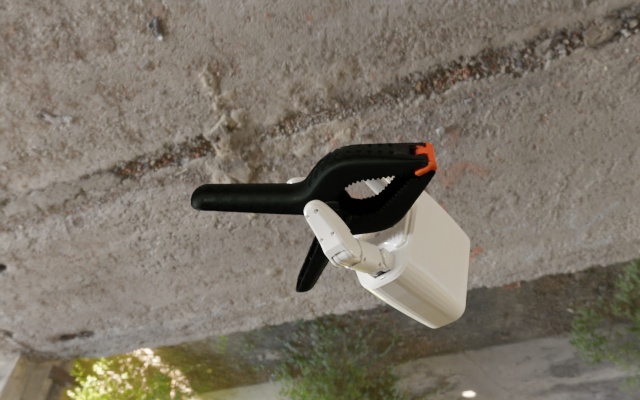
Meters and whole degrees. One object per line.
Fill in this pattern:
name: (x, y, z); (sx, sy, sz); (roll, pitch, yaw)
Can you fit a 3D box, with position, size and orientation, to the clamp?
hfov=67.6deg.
clamp: (0.001, 0.002, 0.422); (0.210, 0.036, 0.165); (-33, -56, 30)
